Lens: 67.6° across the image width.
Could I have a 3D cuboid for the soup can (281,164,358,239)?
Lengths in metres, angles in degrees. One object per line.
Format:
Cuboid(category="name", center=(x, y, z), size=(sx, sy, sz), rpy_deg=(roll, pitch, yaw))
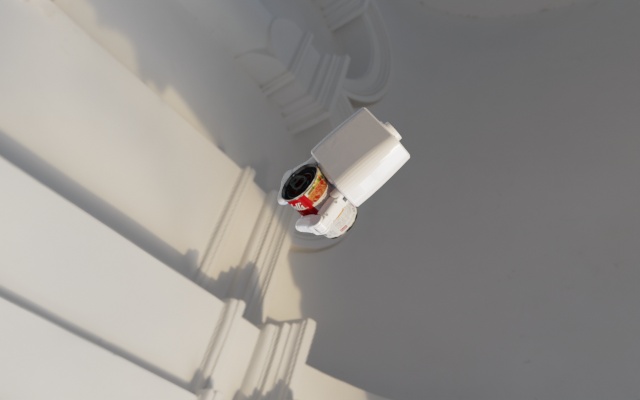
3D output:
Cuboid(category="soup can", center=(0.000, 0.003, 0.715), size=(0.068, 0.068, 0.102), rpy_deg=(0, -36, 50))
